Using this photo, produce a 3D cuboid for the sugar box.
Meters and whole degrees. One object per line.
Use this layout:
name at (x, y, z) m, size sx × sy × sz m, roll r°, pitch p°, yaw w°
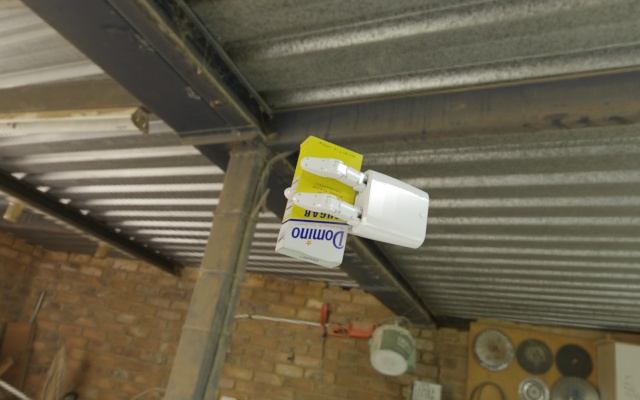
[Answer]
sugar box at (0.000, 0.002, 0.708) m, size 0.093 × 0.176 × 0.048 m, roll 18°, pitch -22°, yaw -17°
